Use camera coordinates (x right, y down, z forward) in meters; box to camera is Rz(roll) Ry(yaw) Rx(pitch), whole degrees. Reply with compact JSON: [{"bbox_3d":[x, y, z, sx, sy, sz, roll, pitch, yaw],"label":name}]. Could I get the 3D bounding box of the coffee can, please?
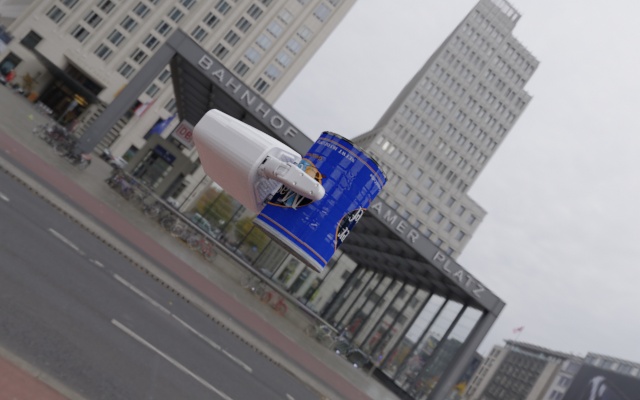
[{"bbox_3d":[0.000,0.002,0.581,0.103,0.140,0.103,36,-10,7],"label":"coffee can"}]
